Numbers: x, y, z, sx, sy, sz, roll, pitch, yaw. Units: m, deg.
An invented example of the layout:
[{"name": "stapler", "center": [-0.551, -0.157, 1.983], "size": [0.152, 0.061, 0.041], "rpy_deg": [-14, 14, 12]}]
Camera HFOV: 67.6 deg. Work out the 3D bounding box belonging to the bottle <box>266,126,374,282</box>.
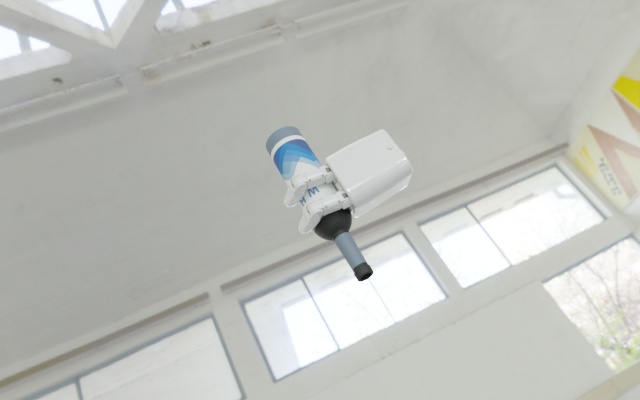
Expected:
[{"name": "bottle", "center": [0.000, 0.002, 0.768], "size": [0.069, 0.295, 0.069], "rpy_deg": [-23, -31, -15]}]
